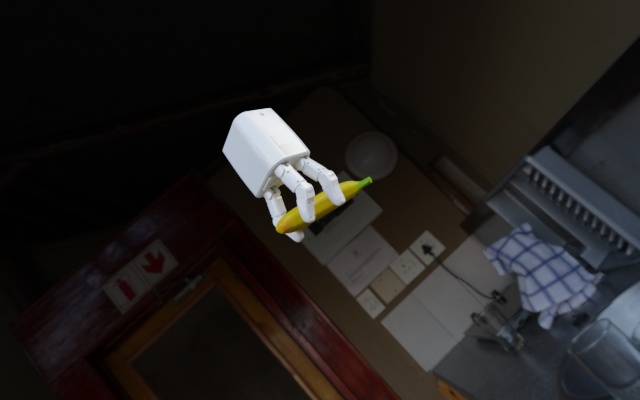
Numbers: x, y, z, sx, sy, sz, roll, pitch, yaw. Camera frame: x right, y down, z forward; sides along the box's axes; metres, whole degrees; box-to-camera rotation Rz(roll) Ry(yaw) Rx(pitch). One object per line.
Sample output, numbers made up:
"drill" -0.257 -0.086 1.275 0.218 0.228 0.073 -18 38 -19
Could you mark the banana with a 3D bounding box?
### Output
"banana" -0.003 0.008 0.802 0.197 0.037 0.070 -31 -9 -29
